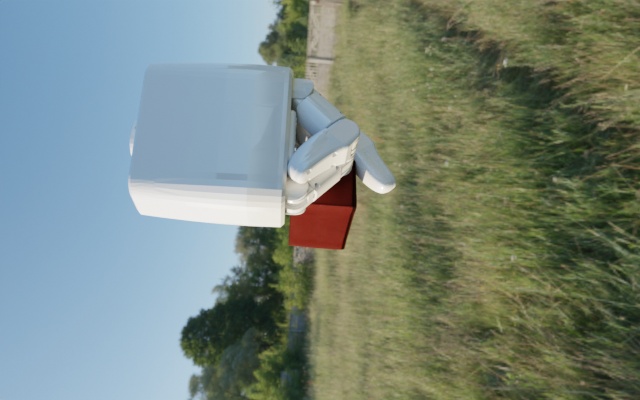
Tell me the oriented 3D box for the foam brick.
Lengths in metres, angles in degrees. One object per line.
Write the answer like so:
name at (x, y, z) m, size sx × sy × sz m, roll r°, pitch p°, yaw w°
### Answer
foam brick at (0.000, 0.002, 0.410) m, size 0.051 × 0.053 × 0.078 m, roll 3°, pitch -32°, yaw -3°
